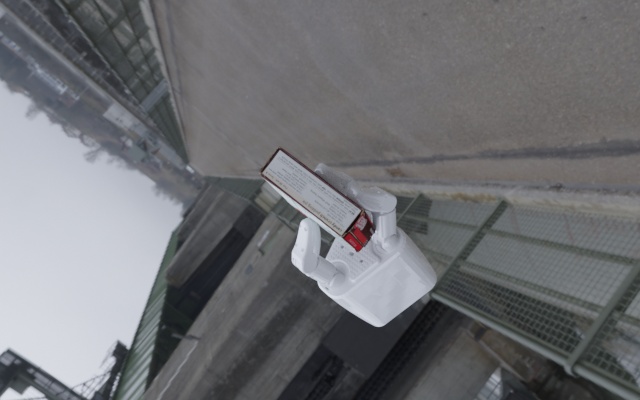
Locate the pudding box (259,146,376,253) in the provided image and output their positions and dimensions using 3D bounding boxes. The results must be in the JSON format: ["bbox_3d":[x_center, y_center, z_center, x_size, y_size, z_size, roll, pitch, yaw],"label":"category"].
[{"bbox_3d":[0.000,0.002,0.492,0.113,0.039,0.090,35,-5,20],"label":"pudding box"}]
